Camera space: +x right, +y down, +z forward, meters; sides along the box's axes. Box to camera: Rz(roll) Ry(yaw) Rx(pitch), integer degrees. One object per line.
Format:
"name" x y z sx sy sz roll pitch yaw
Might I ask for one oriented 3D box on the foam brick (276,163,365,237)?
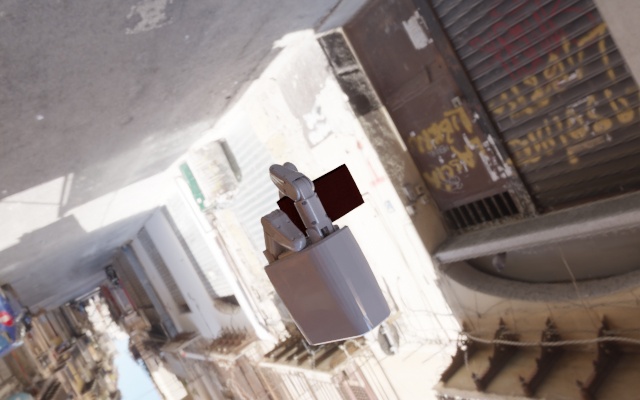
"foam brick" 0.000 0.002 0.539 0.078 0.051 0.053 -30 1 -28
